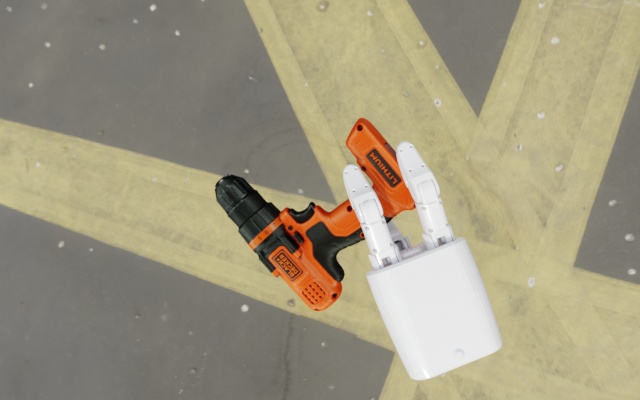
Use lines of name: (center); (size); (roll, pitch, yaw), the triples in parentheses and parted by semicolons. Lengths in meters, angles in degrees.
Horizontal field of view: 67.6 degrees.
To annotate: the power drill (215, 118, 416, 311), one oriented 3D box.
power drill: (0.001, 0.002, 0.508); (0.188, 0.184, 0.057); (-42, 2, 18)
